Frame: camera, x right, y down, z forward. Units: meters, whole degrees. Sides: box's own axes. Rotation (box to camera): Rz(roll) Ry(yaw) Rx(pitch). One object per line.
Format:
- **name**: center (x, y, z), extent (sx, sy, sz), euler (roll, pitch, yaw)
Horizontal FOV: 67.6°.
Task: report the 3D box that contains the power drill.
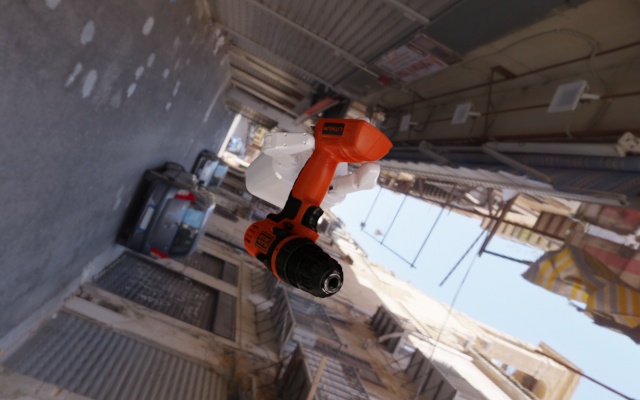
- **power drill**: center (0.000, 0.001, 0.519), extent (0.057, 0.187, 0.184), euler (36, -9, -32)
